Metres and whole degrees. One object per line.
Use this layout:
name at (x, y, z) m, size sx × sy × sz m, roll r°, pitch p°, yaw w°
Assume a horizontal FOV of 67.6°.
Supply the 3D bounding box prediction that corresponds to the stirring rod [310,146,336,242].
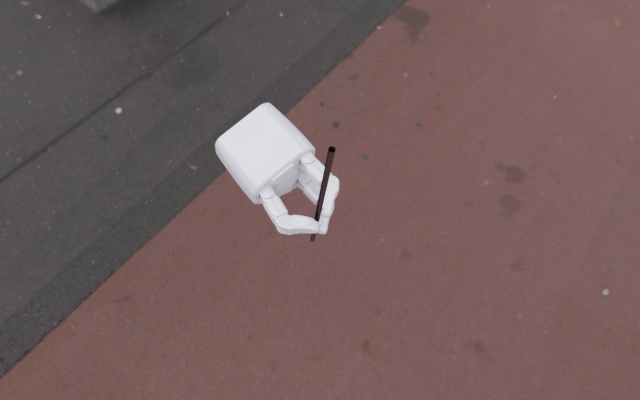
stirring rod at (0.000, 0.002, 0.618) m, size 0.011 × 0.011 × 0.240 m, roll 0°, pitch -28°, yaw -7°
